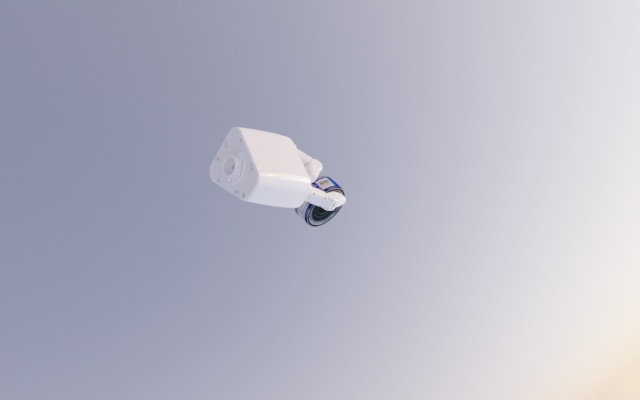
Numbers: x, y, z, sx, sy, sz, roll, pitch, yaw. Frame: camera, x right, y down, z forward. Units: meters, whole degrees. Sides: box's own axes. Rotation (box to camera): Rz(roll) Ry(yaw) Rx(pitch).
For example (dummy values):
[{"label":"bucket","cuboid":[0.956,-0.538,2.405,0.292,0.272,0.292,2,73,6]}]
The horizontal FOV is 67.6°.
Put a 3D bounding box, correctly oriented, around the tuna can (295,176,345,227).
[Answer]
[{"label":"tuna can","cuboid":[0.001,0.003,0.810,0.086,0.086,0.033,0,36,-50]}]
